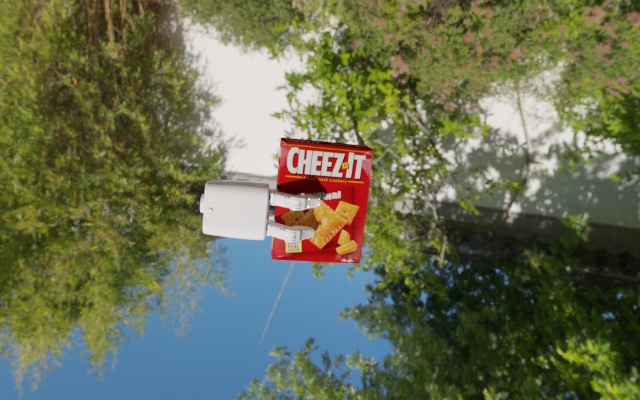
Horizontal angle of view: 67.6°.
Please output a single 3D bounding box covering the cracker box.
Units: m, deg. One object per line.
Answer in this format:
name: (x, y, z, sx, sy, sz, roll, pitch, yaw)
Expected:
cracker box: (0.000, 0.003, 0.858, 0.164, 0.214, 0.072, 5, 12, -8)
